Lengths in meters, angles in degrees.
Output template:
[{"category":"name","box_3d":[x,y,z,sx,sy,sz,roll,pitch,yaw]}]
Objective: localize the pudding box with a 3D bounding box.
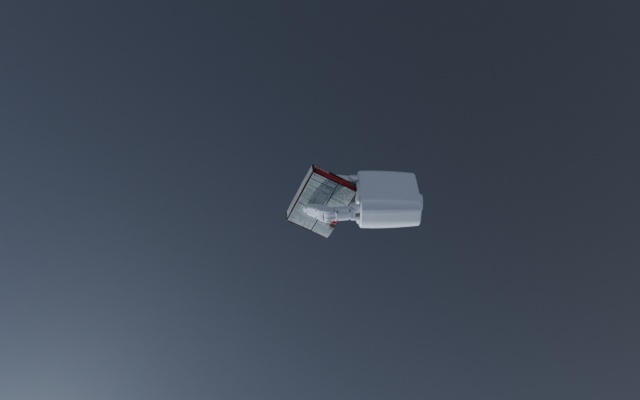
[{"category":"pudding box","box_3d":[0.000,0.003,0.863,0.090,0.113,0.039,25,21,-12]}]
